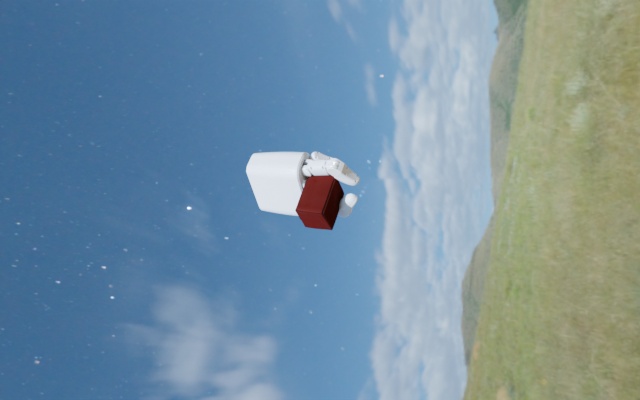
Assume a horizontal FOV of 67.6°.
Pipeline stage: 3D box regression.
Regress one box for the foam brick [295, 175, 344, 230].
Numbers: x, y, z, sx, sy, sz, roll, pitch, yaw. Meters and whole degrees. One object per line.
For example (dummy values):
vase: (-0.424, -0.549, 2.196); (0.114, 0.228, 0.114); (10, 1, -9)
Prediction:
foam brick: (0.000, 0.003, 0.791); (0.051, 0.078, 0.053); (4, -34, 24)
